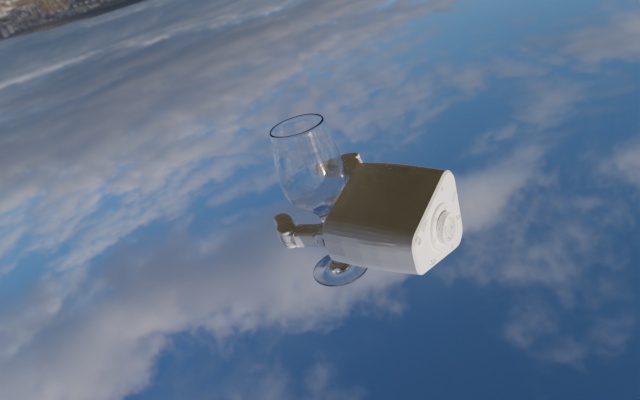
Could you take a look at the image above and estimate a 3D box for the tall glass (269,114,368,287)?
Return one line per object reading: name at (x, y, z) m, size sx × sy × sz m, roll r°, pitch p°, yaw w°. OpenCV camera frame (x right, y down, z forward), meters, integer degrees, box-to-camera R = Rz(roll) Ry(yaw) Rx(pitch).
tall glass at (0.000, 0.002, 0.566) m, size 0.079 × 0.201 × 0.079 m, roll -14°, pitch 28°, yaw 8°
